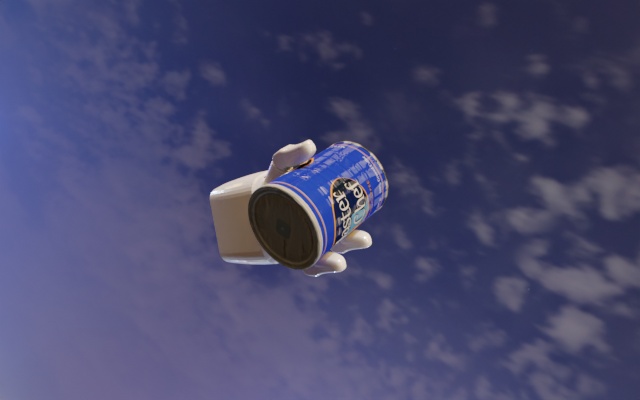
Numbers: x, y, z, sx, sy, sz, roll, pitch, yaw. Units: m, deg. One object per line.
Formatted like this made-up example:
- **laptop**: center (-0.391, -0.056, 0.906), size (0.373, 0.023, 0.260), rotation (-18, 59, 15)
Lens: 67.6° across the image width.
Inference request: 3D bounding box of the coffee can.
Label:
- **coffee can**: center (0.000, 0.002, 0.561), size (0.103, 0.103, 0.140), rotation (0, 25, 42)
